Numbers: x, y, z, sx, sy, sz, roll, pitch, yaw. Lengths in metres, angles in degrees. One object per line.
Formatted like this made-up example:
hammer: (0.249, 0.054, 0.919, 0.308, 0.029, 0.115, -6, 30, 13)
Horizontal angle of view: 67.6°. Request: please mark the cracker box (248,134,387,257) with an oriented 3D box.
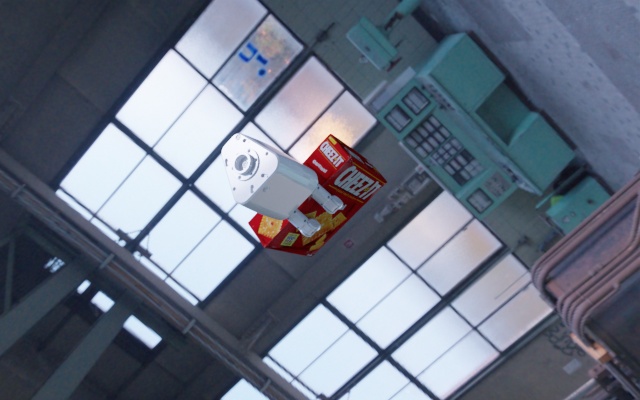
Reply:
cracker box: (0.000, 0.003, 0.856, 0.072, 0.214, 0.164, 52, 14, 28)
